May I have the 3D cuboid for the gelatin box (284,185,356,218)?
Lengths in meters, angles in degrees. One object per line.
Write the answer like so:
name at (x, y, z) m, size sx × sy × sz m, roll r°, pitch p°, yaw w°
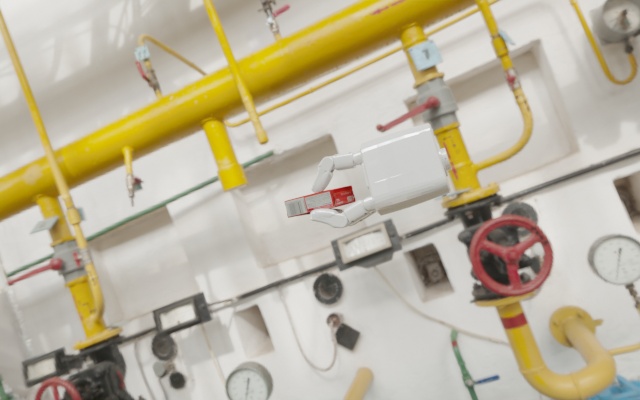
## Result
gelatin box at (0.000, 0.002, 0.752) m, size 0.089 × 0.030 × 0.073 m, roll -14°, pitch -1°, yaw 29°
